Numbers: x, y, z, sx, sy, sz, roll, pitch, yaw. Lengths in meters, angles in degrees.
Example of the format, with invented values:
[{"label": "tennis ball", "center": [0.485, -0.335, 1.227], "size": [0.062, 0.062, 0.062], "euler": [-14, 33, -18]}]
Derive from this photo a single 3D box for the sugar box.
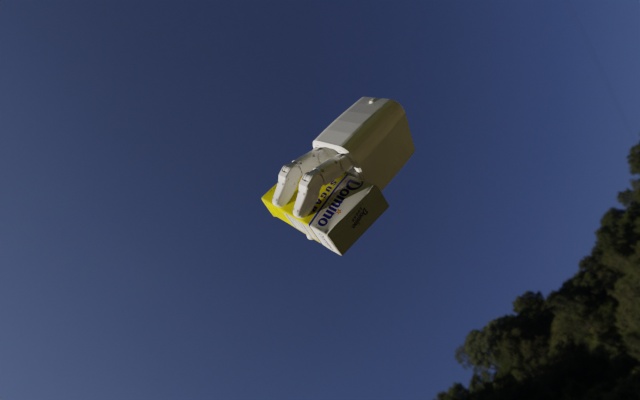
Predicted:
[{"label": "sugar box", "center": [0.000, 0.002, 0.650], "size": [0.093, 0.048, 0.176], "euler": [-45, 32, -15]}]
